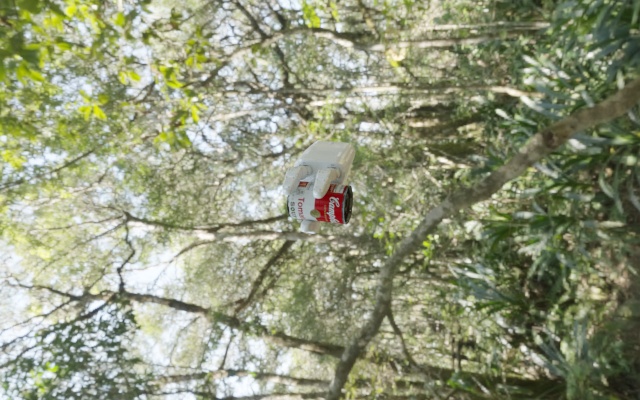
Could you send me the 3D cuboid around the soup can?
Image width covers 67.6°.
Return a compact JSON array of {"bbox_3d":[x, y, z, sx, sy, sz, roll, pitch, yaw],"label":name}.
[{"bbox_3d":[0.000,0.003,0.832,0.102,0.068,0.068,6,2,16],"label":"soup can"}]
